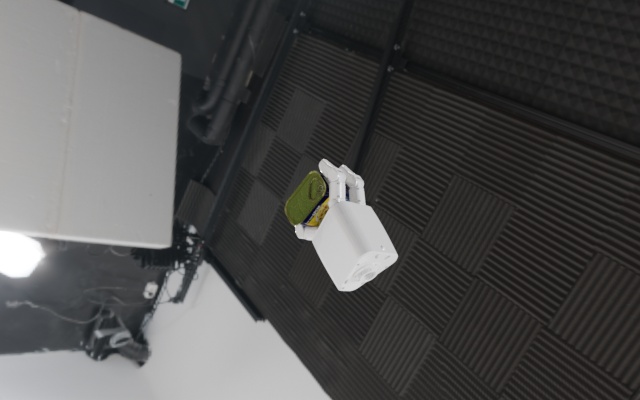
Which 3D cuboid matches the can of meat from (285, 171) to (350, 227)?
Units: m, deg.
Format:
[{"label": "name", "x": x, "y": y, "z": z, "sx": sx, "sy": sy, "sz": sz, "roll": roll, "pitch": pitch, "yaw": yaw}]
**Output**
[{"label": "can of meat", "x": 0.000, "y": 0.003, "z": 0.855, "sx": 0.084, "sy": 0.102, "sz": 0.057, "roll": 13, "pitch": 35, "yaw": -44}]
